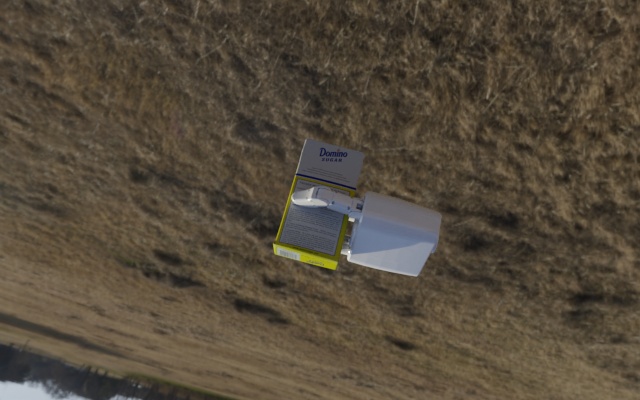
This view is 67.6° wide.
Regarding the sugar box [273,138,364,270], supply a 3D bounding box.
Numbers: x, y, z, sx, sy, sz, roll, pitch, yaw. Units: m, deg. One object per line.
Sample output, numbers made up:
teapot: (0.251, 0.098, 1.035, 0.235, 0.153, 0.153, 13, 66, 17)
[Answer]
sugar box: (0.000, 0.003, 0.692, 0.093, 0.176, 0.048, 15, -26, 2)
